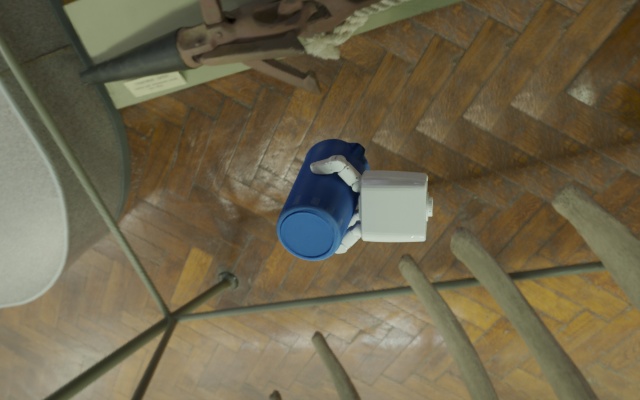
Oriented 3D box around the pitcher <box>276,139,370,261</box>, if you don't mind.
[{"bbox_3d":[0.000,0.003,0.855,0.145,0.149,0.242,2,30,14],"label":"pitcher"}]
